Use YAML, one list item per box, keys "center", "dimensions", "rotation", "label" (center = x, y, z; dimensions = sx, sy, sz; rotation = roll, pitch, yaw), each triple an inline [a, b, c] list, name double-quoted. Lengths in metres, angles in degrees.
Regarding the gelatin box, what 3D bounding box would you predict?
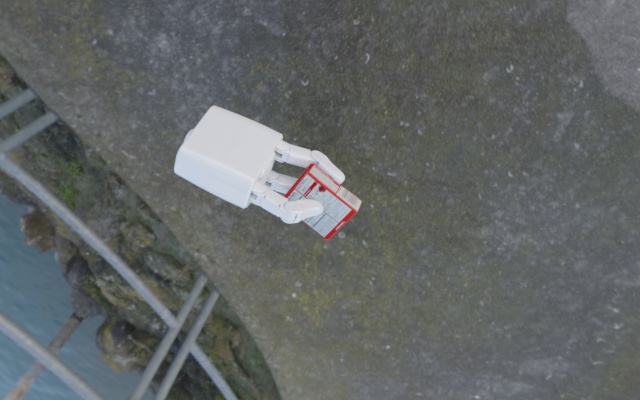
- center: [0.000, 0.003, 0.657]
  dimensions: [0.073, 0.089, 0.030]
  rotation: [-48, 6, 37]
  label: "gelatin box"
